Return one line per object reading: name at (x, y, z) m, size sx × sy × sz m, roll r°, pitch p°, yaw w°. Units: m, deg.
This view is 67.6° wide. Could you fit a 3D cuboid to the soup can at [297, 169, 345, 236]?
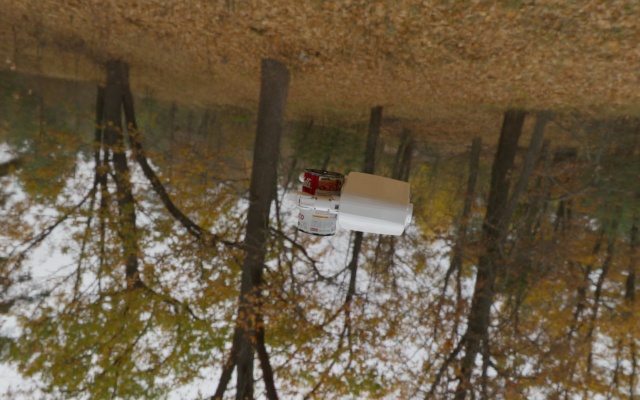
soup can at (0.000, 0.003, 0.801) m, size 0.068 × 0.102 × 0.068 m, roll 8°, pitch 10°, yaw -1°
